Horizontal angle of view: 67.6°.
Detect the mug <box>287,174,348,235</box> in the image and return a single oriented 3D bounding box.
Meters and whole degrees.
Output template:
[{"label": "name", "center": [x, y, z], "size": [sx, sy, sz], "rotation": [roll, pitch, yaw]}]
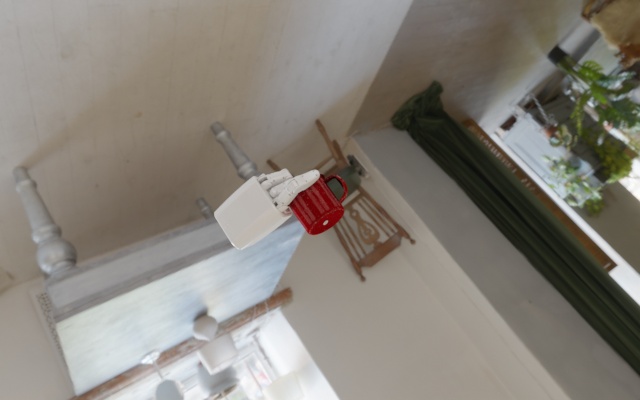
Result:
[{"label": "mug", "center": [0.001, 0.002, 0.885], "size": [0.117, 0.081, 0.093], "rotation": [-39, -22, 8]}]
